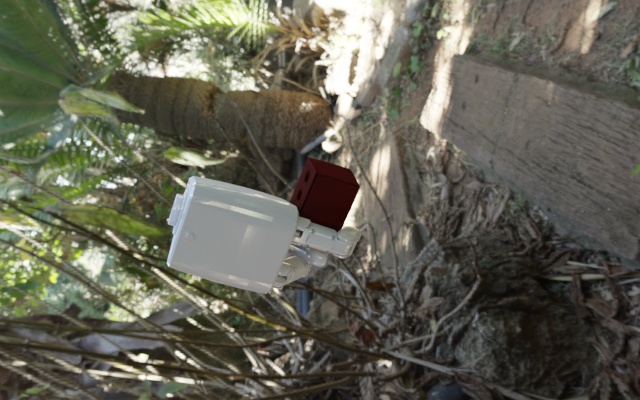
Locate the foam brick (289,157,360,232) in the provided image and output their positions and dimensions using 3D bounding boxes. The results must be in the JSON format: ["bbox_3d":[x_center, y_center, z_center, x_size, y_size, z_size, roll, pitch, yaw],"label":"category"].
[{"bbox_3d":[0.000,0.001,0.511,0.051,0.078,0.053,18,18,-17],"label":"foam brick"}]
